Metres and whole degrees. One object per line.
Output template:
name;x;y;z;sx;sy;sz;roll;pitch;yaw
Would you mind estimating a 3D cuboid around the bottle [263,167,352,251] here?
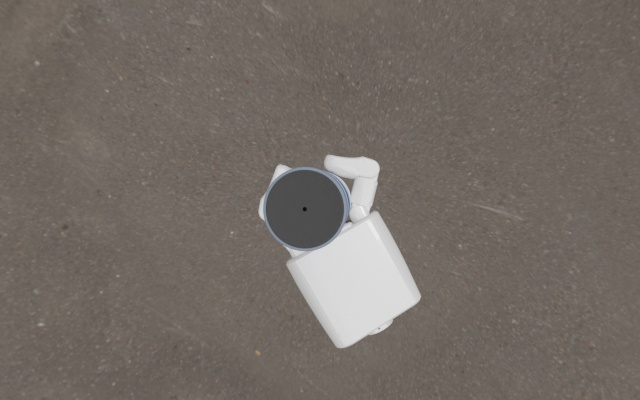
bottle;0.000;0.002;0.518;0.069;0.069;0.295;0;2;5
